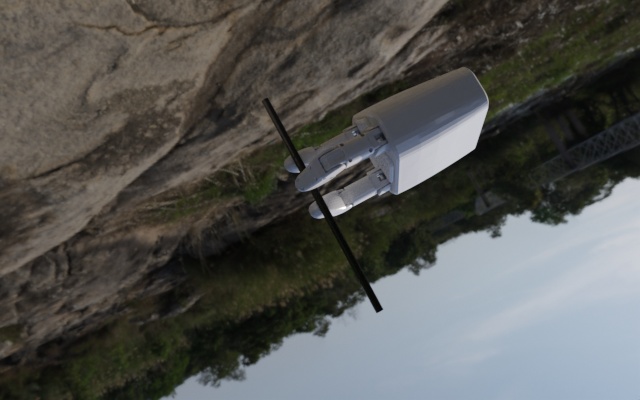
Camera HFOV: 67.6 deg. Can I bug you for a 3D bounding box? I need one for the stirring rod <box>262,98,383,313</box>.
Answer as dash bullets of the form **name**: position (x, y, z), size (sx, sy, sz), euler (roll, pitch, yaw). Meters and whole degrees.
- **stirring rod**: position (0.000, 0.001, 0.474), size (0.011, 0.239, 0.011), euler (-28, -8, -4)
